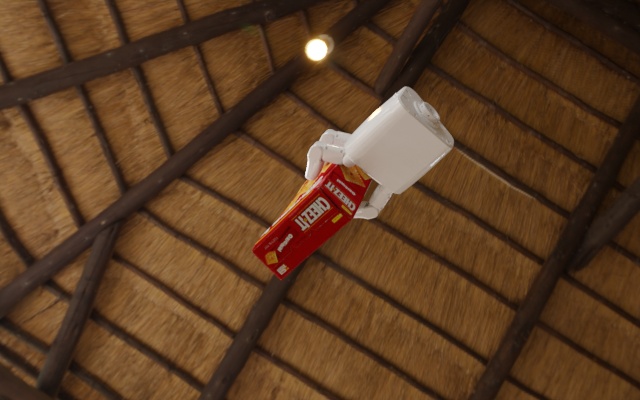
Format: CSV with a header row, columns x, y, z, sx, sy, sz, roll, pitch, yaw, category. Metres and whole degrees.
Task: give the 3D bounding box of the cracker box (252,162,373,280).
x,y,z,sx,sy,sz,roll,pitch,yaw,category
0.000,0.002,0.745,0.164,0.072,0.213,-44,6,31,cracker box
